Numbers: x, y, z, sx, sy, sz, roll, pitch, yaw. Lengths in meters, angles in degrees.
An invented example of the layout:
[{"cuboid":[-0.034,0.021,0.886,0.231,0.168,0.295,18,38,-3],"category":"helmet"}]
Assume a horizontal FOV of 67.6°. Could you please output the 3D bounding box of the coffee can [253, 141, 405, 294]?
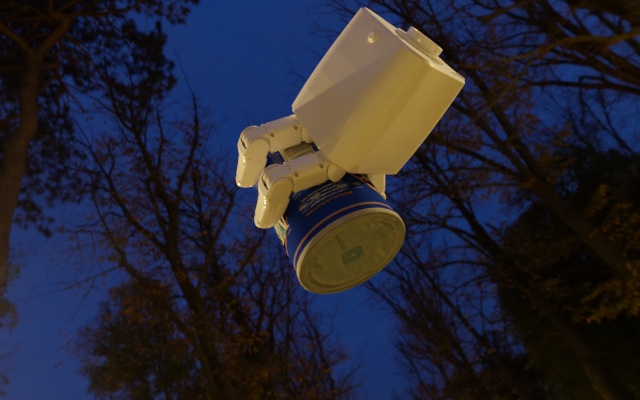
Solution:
[{"cuboid":[0.000,0.002,0.453,0.103,0.103,0.140,0,42,-34],"category":"coffee can"}]
